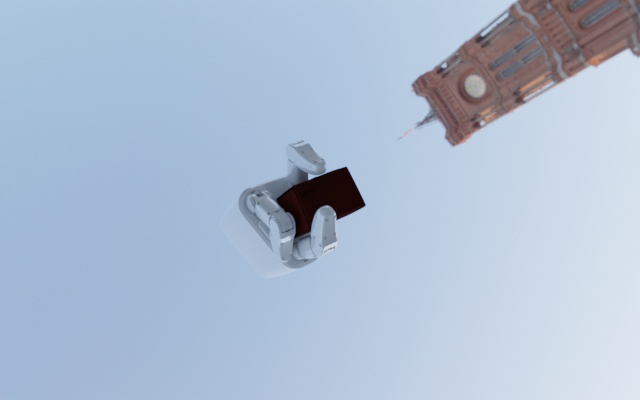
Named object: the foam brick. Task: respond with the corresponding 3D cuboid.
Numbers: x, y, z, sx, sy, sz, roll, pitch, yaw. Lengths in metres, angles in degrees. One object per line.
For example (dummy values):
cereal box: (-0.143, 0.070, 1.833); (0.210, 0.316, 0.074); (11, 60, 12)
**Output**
foam brick: (0.000, 0.002, 0.546); (0.078, 0.053, 0.051); (-21, -6, -30)
